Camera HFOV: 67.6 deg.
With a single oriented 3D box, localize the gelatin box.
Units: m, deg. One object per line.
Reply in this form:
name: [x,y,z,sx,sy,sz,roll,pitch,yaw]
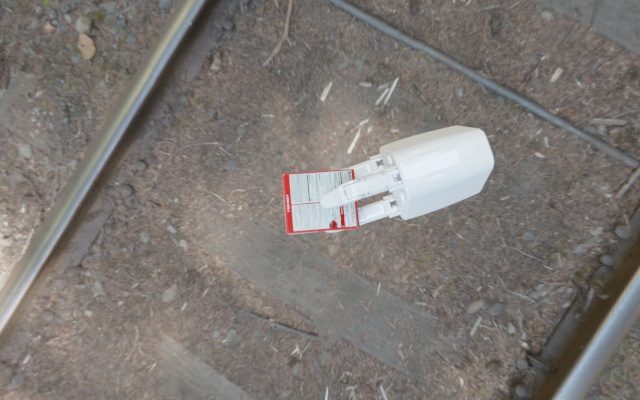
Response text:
gelatin box: [0.000,0.002,0.583,0.089,0.073,0.030,-5,-5,-5]
